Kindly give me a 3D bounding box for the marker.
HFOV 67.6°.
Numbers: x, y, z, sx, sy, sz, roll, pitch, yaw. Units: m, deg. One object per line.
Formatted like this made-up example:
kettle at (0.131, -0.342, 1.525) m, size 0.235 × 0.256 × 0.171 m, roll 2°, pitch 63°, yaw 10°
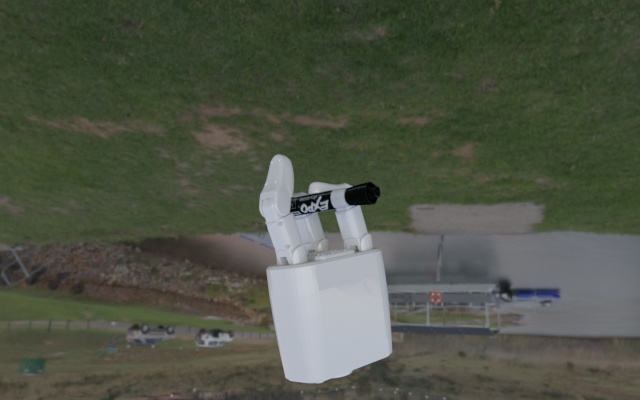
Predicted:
marker at (0.000, 0.001, 0.421) m, size 0.121 × 0.020 × 0.020 m, roll -10°, pitch -7°, yaw 39°
